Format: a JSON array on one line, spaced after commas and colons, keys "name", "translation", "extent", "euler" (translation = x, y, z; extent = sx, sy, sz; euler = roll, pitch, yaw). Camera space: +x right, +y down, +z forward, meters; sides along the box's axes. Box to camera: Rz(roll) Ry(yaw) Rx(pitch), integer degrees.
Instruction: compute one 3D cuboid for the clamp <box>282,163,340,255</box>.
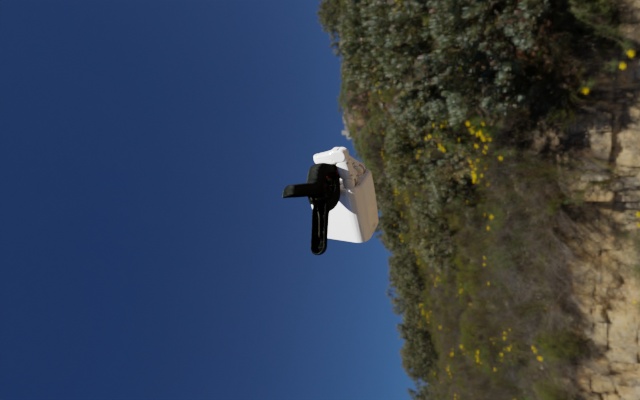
[{"name": "clamp", "translation": [0.000, 0.002, 0.754], "extent": [0.039, 0.120, 0.171], "euler": [-5, 24, 27]}]
